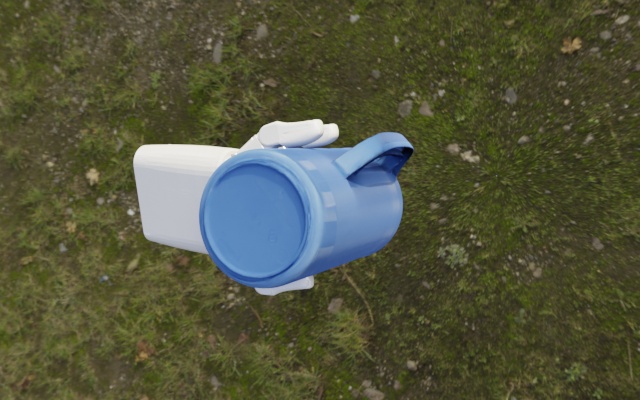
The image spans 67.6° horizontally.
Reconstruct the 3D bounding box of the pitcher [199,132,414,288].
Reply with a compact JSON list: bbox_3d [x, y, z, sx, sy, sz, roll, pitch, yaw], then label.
[{"bbox_3d":[0.000,0.002,0.466,0.145,0.149,0.243,6,5,20],"label":"pitcher"}]
